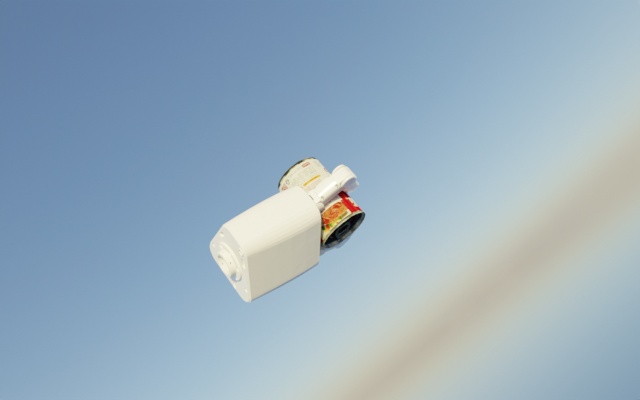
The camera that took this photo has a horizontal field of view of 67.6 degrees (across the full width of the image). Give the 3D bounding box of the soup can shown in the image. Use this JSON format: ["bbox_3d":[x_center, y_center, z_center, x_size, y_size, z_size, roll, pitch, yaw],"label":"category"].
[{"bbox_3d":[0.000,0.002,0.620,0.068,0.102,0.068,-35,-21,-15],"label":"soup can"}]
